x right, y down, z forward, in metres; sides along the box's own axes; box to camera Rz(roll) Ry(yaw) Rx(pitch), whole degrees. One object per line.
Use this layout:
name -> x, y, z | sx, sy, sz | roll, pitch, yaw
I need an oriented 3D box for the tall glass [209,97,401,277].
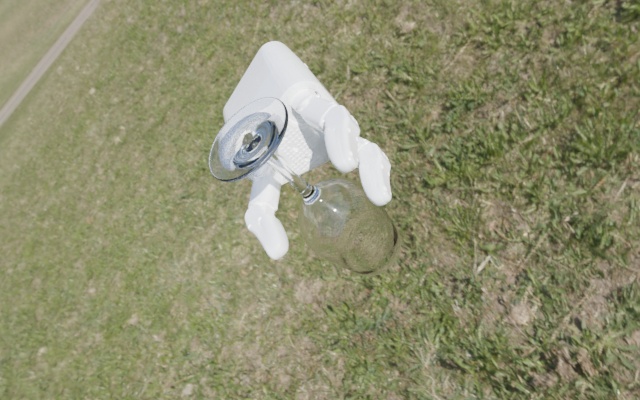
tall glass -> 0.000, 0.001, 0.417 | 0.079, 0.079, 0.201 | 0, -29, 39
